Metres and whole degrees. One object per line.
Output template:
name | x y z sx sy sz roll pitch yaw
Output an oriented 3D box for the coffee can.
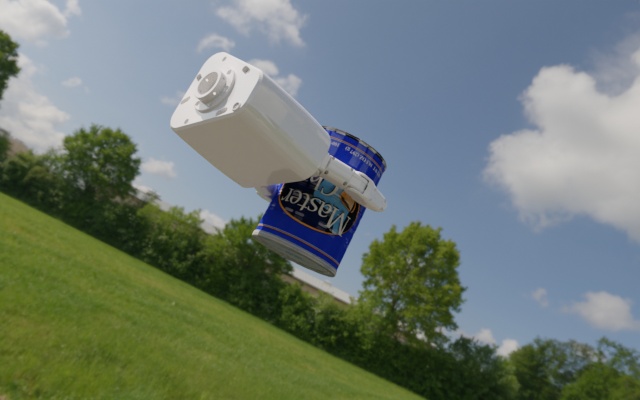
coffee can | 0.000 0.002 0.543 0.103 0.140 0.103 25 -14 7
